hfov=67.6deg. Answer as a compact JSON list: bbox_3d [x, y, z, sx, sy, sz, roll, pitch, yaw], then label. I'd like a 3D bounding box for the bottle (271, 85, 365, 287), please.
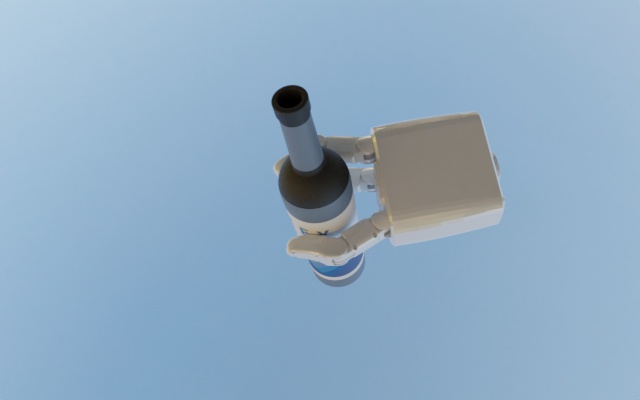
[{"bbox_3d":[0.000,0.002,0.466,0.069,0.069,0.296,0,-30,10],"label":"bottle"}]
